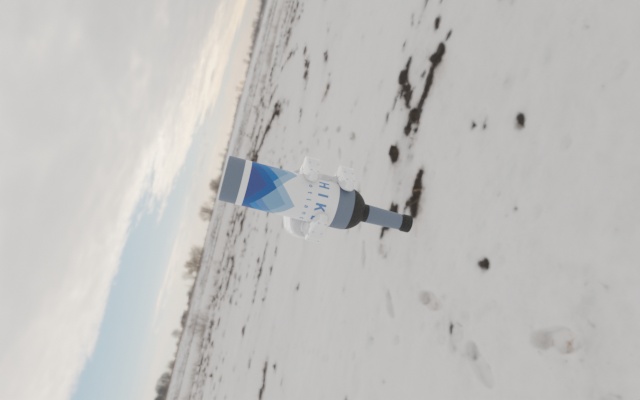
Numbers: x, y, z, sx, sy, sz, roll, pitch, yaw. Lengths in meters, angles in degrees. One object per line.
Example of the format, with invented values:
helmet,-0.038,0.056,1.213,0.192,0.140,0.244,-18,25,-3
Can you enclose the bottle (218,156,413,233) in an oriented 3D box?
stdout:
bottle,0.000,0.002,0.719,0.296,0.069,0.069,14,-3,-12
